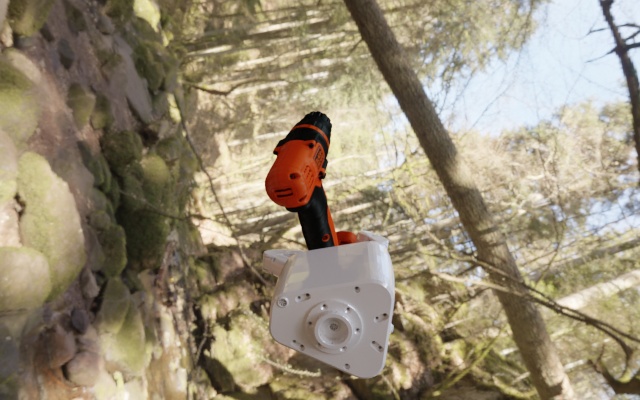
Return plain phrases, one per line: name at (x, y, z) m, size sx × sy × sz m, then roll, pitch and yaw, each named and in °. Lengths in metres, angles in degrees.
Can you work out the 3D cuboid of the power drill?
power drill at (0.000, 0.002, 0.569) m, size 0.057 × 0.188 × 0.184 m, roll -10°, pitch 28°, yaw 20°
